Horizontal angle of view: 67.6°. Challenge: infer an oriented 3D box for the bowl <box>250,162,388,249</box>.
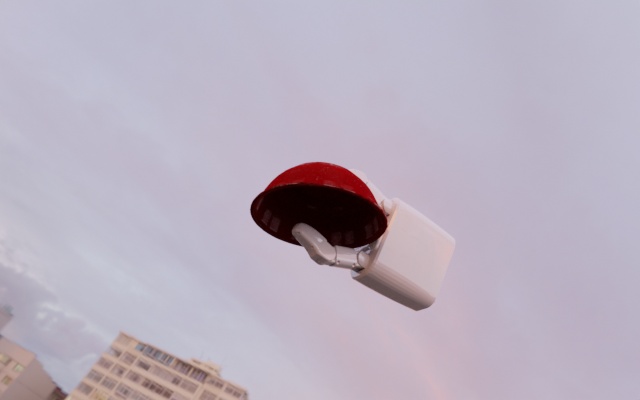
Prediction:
[{"bbox_3d":[-0.001,0.001,0.570,0.162,0.055,0.162,5,-30,3],"label":"bowl"}]
